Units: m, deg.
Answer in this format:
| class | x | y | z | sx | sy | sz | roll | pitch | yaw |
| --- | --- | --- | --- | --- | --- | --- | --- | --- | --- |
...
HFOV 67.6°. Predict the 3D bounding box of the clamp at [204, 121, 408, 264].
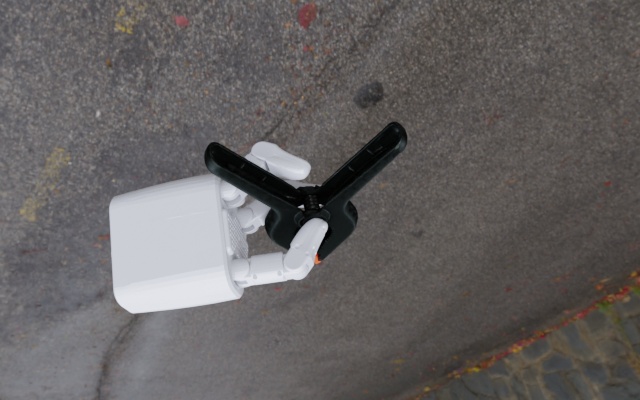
| class | x | y | z | sx | sy | sz | roll | pitch | yaw |
| --- | --- | --- | --- | --- | --- | --- | --- | --- | --- |
| clamp | 0.000 | 0.003 | 0.458 | 0.164 | 0.036 | 0.210 | -10 | -33 | 3 |
